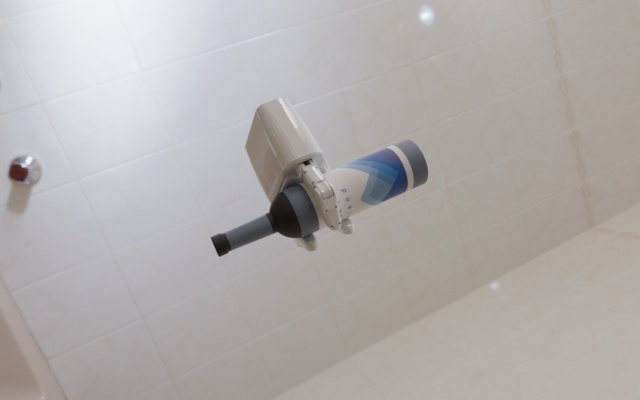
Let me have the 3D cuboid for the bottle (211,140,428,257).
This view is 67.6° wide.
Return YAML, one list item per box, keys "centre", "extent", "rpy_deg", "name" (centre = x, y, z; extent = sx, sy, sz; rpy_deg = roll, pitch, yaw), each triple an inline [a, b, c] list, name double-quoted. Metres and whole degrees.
- centre: [0.000, 0.002, 0.627]
  extent: [0.295, 0.069, 0.069]
  rpy_deg: [-23, 6, -15]
  name: "bottle"
